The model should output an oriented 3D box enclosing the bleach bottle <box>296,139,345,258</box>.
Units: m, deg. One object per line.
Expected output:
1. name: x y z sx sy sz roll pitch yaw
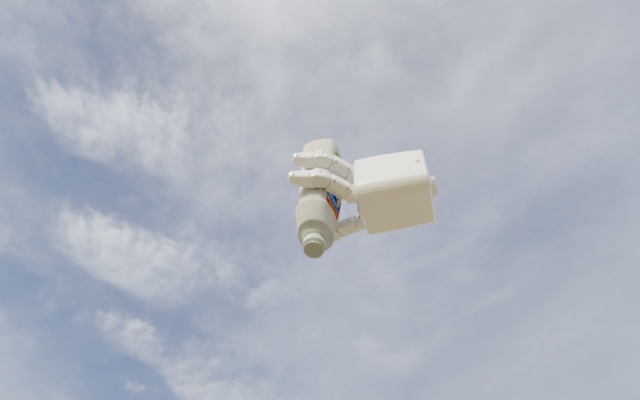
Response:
1. bleach bottle: 0.000 0.002 0.740 0.068 0.103 0.250 -11 33 11
